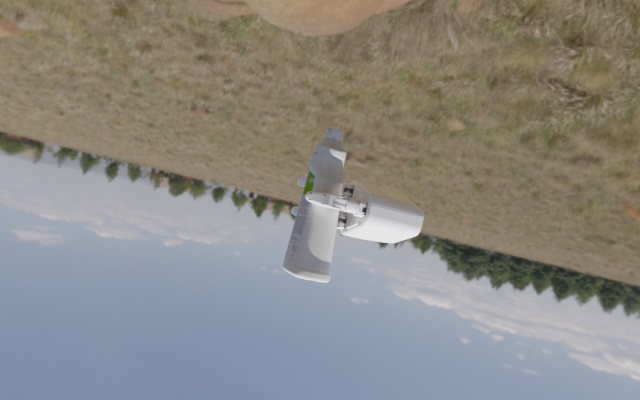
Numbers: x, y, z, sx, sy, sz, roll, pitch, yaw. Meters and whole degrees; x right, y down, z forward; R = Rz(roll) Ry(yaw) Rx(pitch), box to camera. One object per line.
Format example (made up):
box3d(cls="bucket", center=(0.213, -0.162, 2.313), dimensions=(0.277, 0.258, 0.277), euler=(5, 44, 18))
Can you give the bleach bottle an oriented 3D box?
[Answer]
box3d(cls="bleach bottle", center=(0.000, 0.003, 0.801), dimensions=(0.068, 0.251, 0.102), euler=(13, -2, -21))
